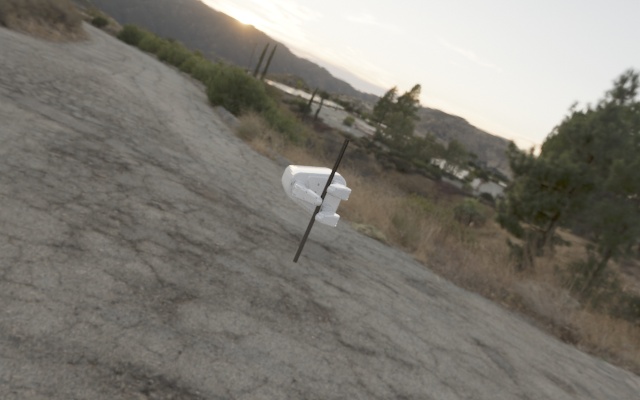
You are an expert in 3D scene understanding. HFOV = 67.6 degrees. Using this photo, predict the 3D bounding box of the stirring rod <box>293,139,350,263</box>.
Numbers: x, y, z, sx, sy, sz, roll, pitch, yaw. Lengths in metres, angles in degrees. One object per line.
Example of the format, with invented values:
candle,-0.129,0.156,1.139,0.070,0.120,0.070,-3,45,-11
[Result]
stirring rod,0.000,0.003,0.853,0.011,0.239,0.011,23,9,-4
